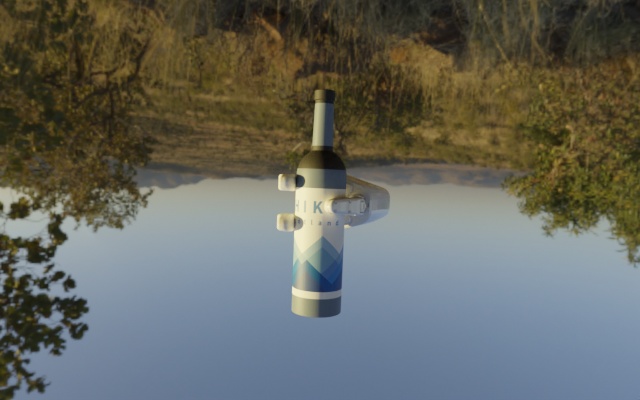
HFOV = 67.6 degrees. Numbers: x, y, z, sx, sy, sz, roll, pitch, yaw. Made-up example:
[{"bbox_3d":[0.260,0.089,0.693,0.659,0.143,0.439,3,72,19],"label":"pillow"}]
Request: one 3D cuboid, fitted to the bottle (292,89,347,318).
[{"bbox_3d":[0.000,0.002,0.637,0.069,0.296,0.069,2,3,0],"label":"bottle"}]
